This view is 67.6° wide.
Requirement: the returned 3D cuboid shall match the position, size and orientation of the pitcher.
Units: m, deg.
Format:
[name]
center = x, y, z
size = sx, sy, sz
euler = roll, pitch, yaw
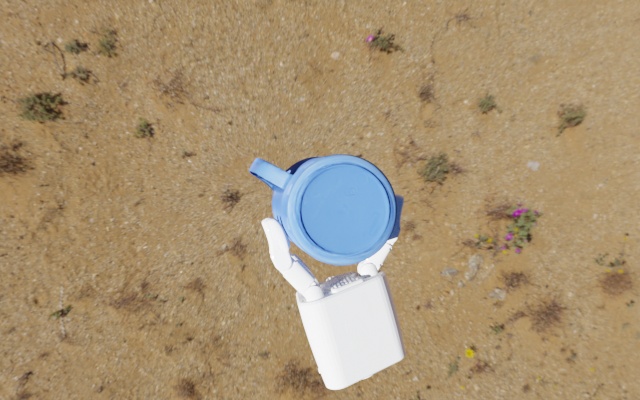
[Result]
[pitcher]
center = 0.000, 0.002, 0.569
size = 0.149, 0.145, 0.243
euler = -14, 2, -6
